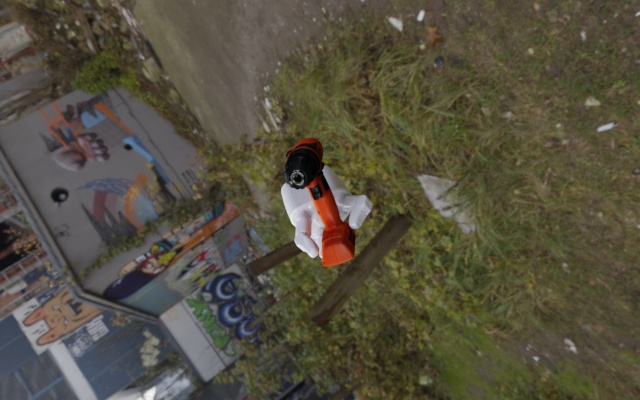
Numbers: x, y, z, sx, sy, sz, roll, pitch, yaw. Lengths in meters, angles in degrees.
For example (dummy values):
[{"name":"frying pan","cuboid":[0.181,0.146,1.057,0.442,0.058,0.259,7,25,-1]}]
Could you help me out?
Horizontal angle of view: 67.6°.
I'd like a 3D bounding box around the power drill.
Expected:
[{"name":"power drill","cuboid":[0.000,0.003,0.736,0.057,0.188,0.184,-16,17,11]}]
